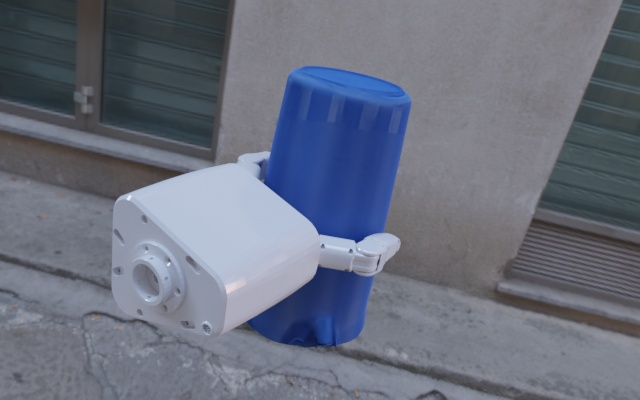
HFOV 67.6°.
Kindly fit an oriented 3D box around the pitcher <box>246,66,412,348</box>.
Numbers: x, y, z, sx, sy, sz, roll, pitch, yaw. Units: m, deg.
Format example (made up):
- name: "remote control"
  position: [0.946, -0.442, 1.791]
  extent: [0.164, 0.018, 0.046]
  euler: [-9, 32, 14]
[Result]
- name: "pitcher"
  position: [0.000, 0.002, 0.459]
  extent: [0.149, 0.243, 0.145]
  euler: [23, 25, 25]
